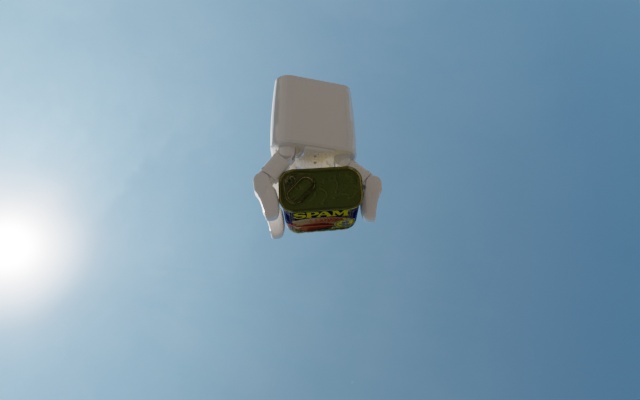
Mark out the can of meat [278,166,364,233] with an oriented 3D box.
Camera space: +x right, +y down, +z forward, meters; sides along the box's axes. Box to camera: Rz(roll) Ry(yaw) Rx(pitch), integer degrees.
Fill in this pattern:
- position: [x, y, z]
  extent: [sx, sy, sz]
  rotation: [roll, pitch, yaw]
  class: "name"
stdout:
- position: [0.000, 0.002, 0.610]
  extent: [0.102, 0.057, 0.084]
  rotation: [-4, -23, -2]
  class: "can of meat"
